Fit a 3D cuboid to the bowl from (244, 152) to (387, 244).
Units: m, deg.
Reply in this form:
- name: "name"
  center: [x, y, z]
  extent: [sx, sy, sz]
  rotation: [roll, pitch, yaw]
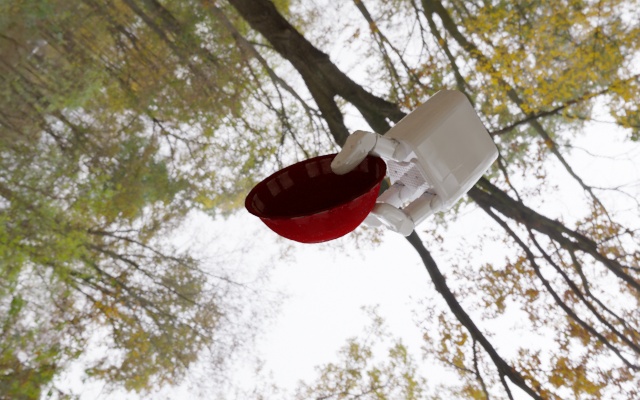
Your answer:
- name: "bowl"
  center: [-0.001, 0.003, 0.535]
  extent: [0.162, 0.055, 0.162]
  rotation: [-13, 24, 6]
